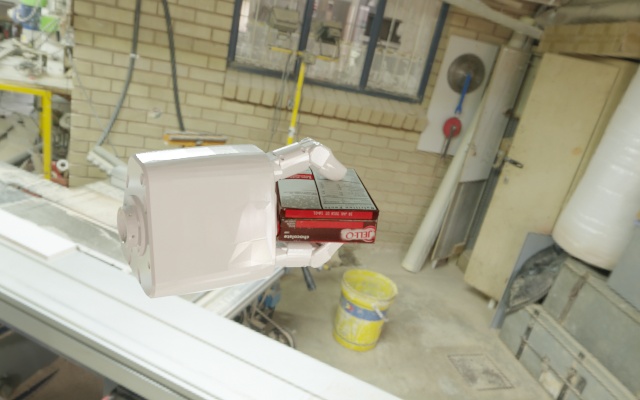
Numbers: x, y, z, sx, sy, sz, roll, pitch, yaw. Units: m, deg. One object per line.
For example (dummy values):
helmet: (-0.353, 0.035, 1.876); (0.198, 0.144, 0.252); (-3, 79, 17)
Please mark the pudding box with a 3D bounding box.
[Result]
pudding box: (0.000, 0.001, 0.463); (0.090, 0.039, 0.113); (3, 25, -9)
